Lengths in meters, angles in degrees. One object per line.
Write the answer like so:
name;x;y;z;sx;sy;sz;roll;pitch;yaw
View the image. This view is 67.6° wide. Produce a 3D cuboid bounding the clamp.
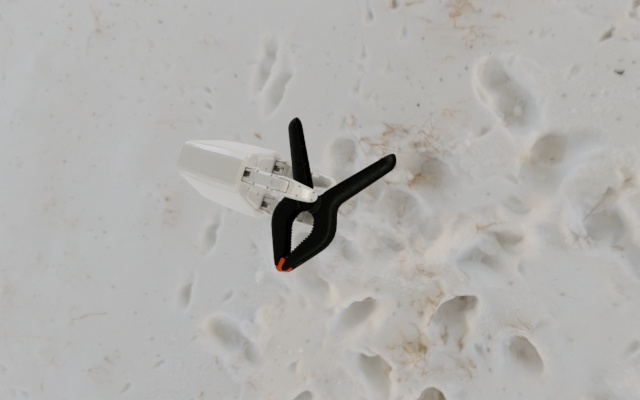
clamp;-0.001;0.002;0.638;0.164;0.210;0.036;17;-4;24
